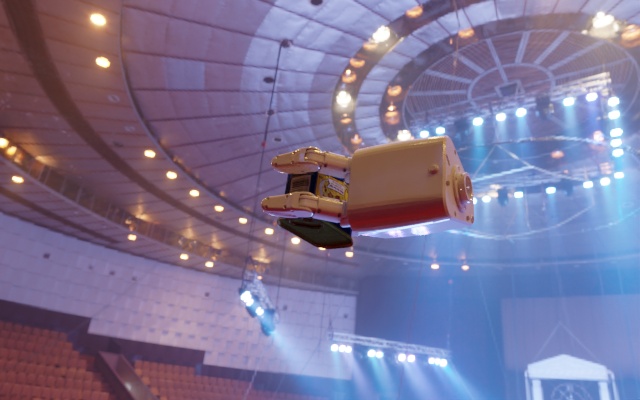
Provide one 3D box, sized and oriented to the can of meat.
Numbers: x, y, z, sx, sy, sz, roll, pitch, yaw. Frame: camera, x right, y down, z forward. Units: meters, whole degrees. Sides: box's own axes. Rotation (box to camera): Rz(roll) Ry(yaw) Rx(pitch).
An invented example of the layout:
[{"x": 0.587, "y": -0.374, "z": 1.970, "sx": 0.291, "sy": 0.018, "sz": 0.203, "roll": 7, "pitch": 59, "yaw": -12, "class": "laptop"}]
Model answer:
[{"x": 0.000, "y": 0.002, "z": 0.576, "sx": 0.057, "sy": 0.084, "sz": 0.102, "roll": -10, "pitch": -30, "yaw": 35, "class": "can of meat"}]
